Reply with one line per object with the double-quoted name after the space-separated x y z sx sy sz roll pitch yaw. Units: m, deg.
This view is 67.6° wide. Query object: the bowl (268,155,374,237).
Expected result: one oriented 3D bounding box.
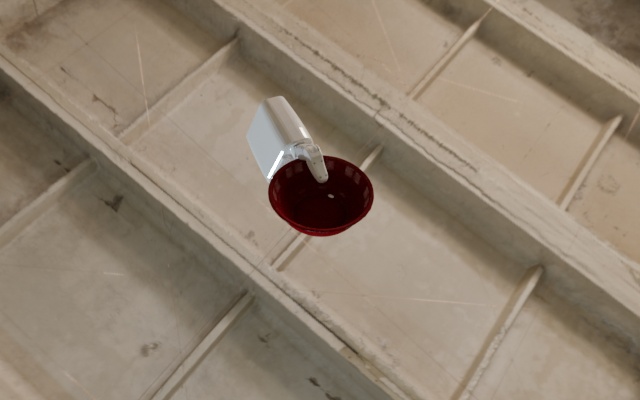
0.000 0.004 0.743 0.162 0.162 0.055 0 -43 -3 "bowl"
